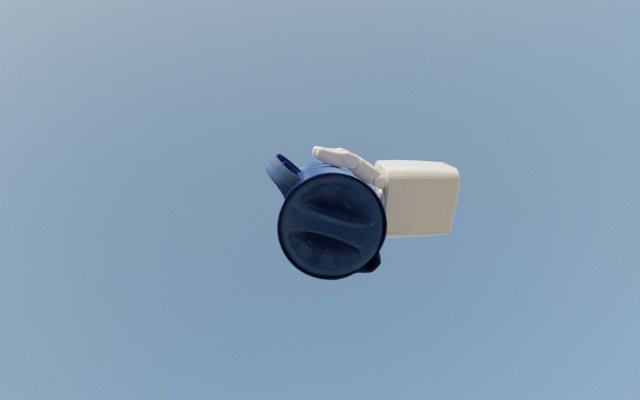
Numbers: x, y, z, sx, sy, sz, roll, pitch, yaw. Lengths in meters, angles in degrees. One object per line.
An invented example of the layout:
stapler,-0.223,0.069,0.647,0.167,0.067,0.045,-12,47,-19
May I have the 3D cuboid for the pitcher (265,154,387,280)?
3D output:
pitcher,0.000,0.002,0.680,0.145,0.149,0.242,-2,12,-4
